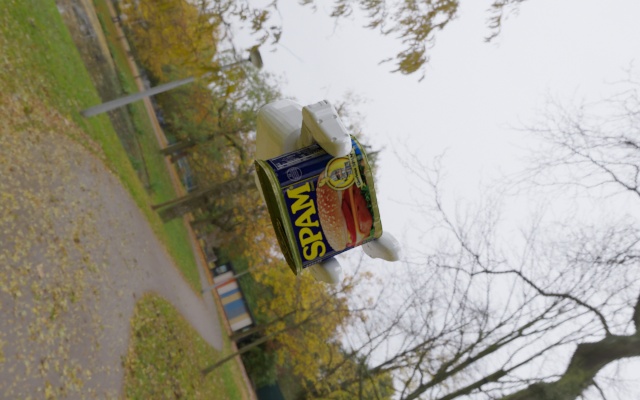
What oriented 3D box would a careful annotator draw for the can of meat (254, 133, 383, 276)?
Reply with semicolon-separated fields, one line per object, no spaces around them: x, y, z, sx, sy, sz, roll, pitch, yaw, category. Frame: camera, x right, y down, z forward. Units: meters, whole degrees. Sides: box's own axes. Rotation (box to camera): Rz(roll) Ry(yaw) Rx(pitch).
0.000;0.001;0.409;0.084;0.102;0.057;-21;27;-14;can of meat
